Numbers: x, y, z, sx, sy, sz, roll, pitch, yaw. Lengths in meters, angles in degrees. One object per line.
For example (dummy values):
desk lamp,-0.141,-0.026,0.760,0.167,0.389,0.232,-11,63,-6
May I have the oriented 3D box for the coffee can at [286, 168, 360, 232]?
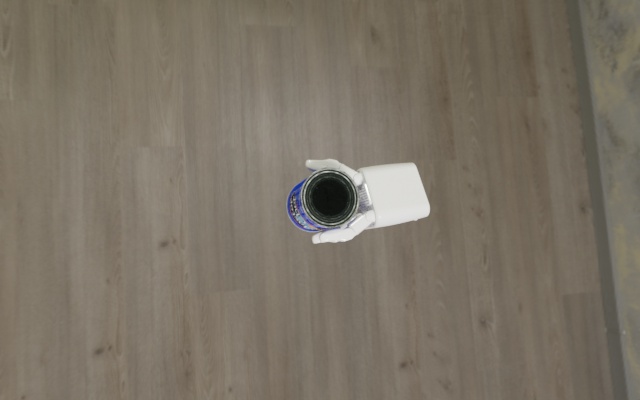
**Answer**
coffee can,0.000,0.003,0.863,0.103,0.103,0.140,0,-6,-14
